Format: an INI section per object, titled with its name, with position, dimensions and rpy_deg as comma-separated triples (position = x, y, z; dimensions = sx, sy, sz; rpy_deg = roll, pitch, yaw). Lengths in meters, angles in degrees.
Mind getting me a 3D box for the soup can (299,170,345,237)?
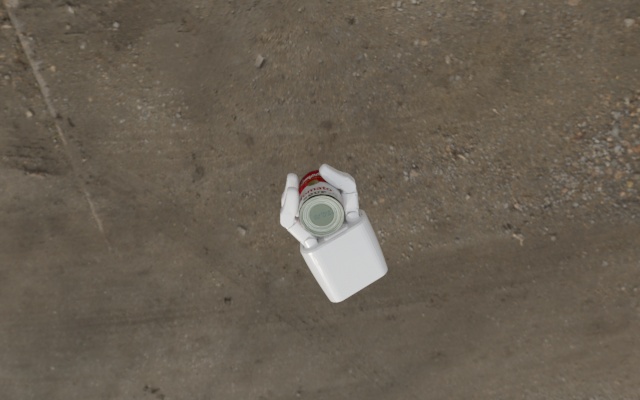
[soup can]
position = 0.000, 0.002, 0.719
dimensions = 0.068, 0.068, 0.102
rpy_deg = 0, 24, -2
